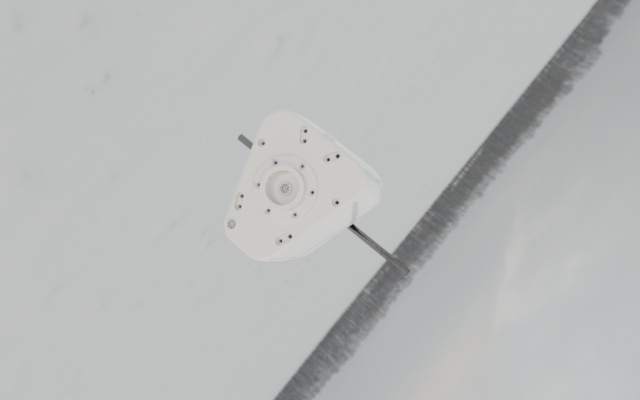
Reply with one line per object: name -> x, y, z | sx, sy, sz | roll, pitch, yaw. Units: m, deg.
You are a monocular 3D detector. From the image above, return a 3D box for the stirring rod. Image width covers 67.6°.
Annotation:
stirring rod -> 0.000, 0.002, 0.521 | 0.239, 0.011, 0.011 | 39, 9, 11
